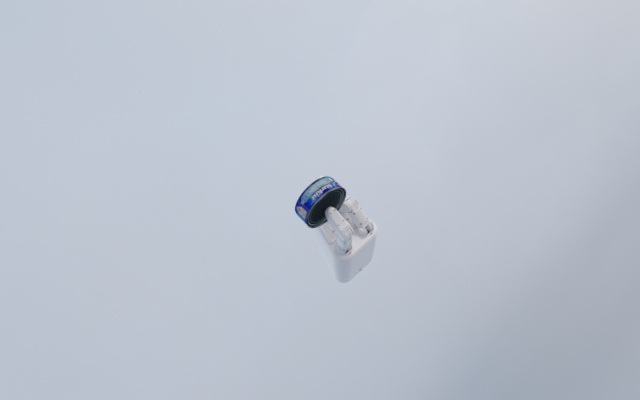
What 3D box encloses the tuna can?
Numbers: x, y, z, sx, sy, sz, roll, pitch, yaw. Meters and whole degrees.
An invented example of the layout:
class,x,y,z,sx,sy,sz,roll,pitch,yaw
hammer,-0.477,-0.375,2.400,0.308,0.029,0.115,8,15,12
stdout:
class,x,y,z,sx,sy,sz,roll,pitch,yaw
tuna can,0.000,0.002,0.777,0.033,0.086,0.086,44,22,24
